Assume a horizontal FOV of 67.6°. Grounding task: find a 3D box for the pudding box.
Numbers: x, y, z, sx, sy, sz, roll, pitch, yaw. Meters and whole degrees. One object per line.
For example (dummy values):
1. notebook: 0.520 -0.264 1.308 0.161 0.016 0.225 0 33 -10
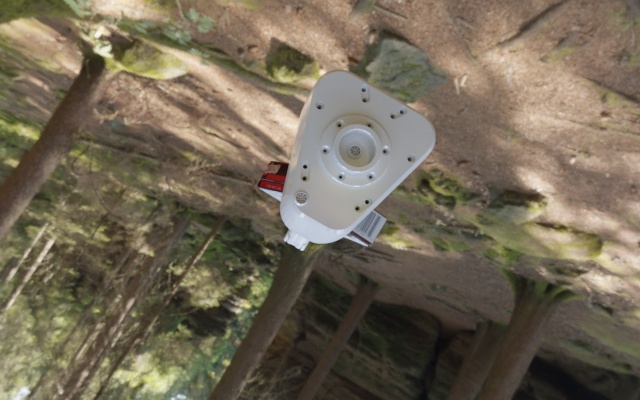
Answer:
1. pudding box: 0.000 0.002 0.505 0.113 0.039 0.090 35 -10 -30
